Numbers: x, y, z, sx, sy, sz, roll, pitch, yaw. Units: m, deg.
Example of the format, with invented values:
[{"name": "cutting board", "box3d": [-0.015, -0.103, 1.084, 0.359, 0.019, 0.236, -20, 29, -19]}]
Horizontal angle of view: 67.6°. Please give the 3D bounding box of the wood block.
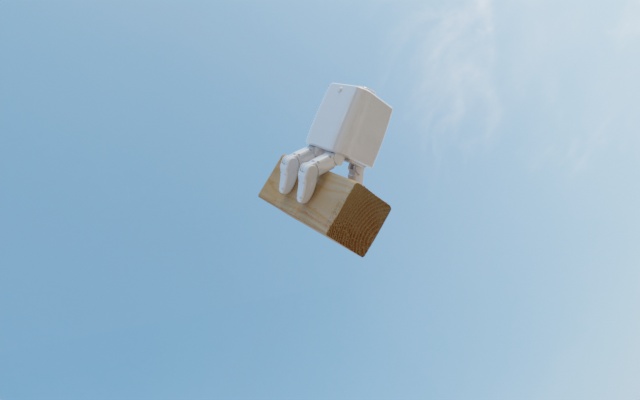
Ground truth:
[{"name": "wood block", "box3d": [0.000, 0.002, 0.768, 0.091, 0.090, 0.206, 33, -4, -38]}]
